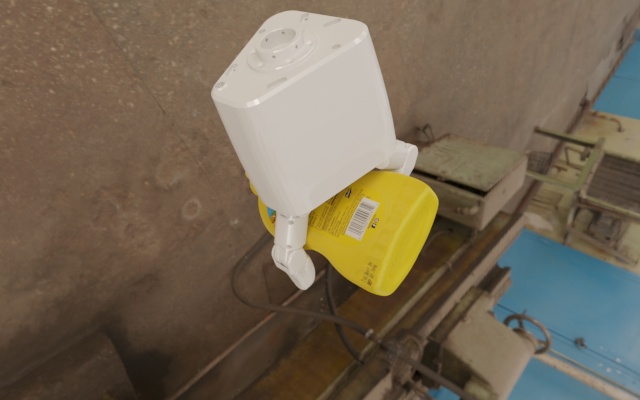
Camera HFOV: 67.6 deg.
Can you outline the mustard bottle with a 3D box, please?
[{"bbox_3d":[0.000,0.002,0.428,0.191,0.096,0.058,25,-4,35],"label":"mustard bottle"}]
